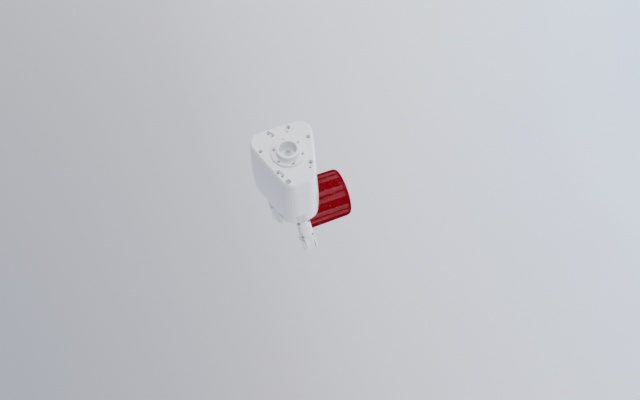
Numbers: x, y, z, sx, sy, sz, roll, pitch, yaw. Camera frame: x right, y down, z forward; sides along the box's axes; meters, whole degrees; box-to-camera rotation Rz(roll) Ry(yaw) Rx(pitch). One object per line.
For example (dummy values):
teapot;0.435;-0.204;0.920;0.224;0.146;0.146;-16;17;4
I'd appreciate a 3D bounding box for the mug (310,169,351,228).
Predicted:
mug;0.000;0.003;0.810;0.081;0.093;0.117;-19;-25;-10
